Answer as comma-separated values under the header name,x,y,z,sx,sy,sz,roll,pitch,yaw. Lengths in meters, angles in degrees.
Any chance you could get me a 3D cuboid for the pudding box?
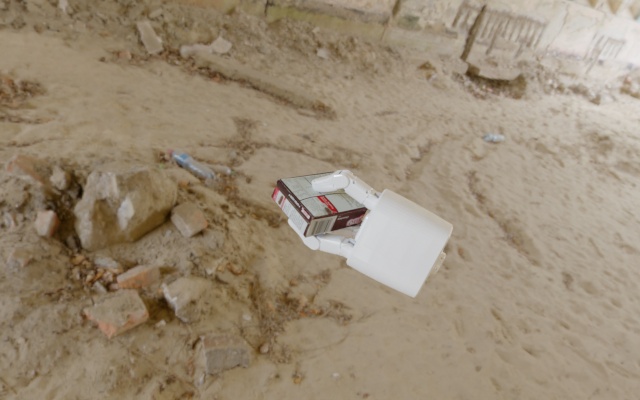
name,x,y,z,sx,sy,sz,roll,pitch,yaw
pudding box,0.000,0.002,0.691,0.113,0.039,0.090,-9,44,-42
